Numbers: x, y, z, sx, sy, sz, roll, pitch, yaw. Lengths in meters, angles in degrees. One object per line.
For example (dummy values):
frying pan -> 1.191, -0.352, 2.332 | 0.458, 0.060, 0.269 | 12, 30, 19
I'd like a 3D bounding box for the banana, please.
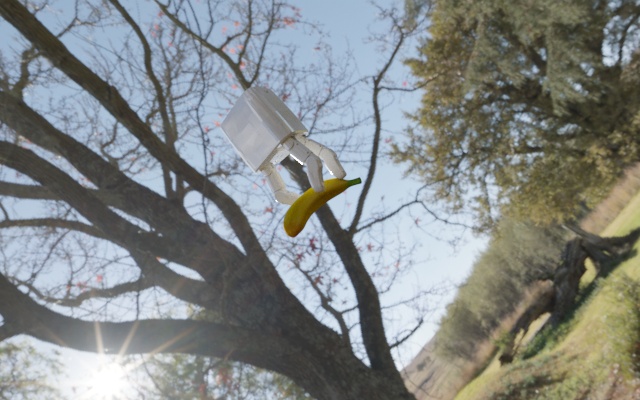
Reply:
banana -> -0.011, 0.004, 0.775 | 0.069, 0.037, 0.197 | -15, 18, 44
